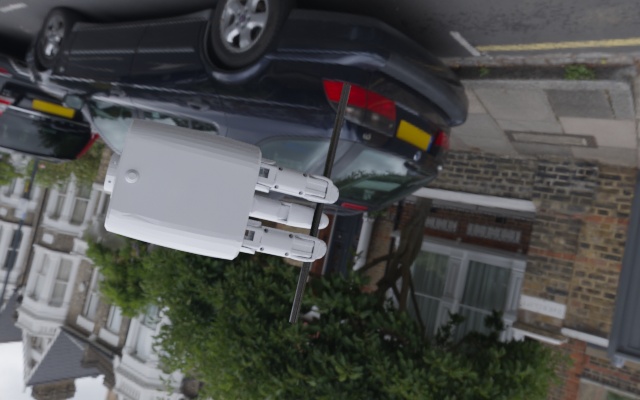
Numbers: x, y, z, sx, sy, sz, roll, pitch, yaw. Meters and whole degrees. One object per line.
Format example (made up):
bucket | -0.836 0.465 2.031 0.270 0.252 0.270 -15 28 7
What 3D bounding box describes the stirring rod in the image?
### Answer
stirring rod | 0.000 0.001 0.471 0.011 0.239 0.011 13 -3 1
